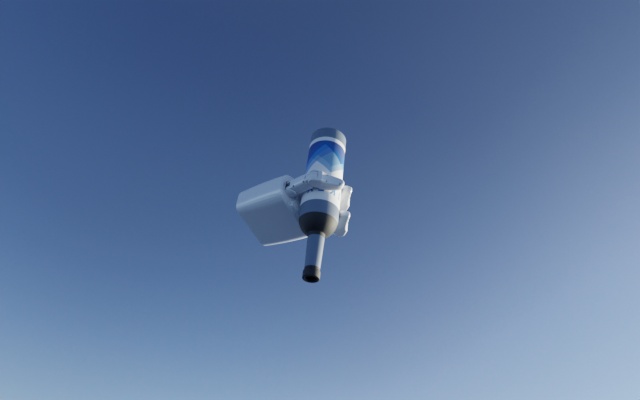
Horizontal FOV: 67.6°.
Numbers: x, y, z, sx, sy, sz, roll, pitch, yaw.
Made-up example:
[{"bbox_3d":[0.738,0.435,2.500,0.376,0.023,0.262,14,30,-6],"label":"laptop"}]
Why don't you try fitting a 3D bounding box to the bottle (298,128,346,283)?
[{"bbox_3d":[0.000,0.002,0.814,0.069,0.295,0.069,5,-37,3],"label":"bottle"}]
